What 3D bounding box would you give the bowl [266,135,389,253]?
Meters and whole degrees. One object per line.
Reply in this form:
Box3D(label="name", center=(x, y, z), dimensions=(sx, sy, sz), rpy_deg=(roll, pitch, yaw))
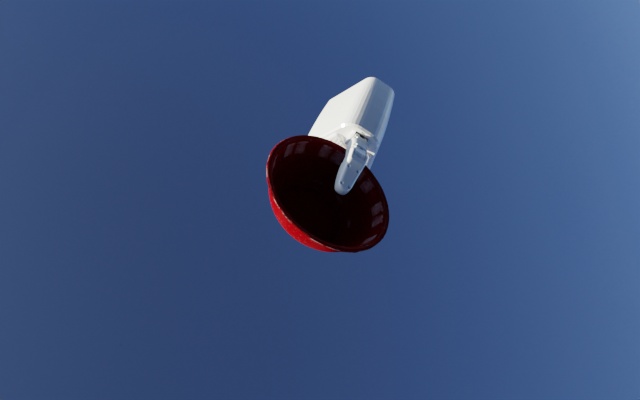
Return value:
Box3D(label="bowl", center=(-0.001, 0.003, 0.561), dimensions=(0.162, 0.162, 0.055), rpy_deg=(0, -34, -36))
